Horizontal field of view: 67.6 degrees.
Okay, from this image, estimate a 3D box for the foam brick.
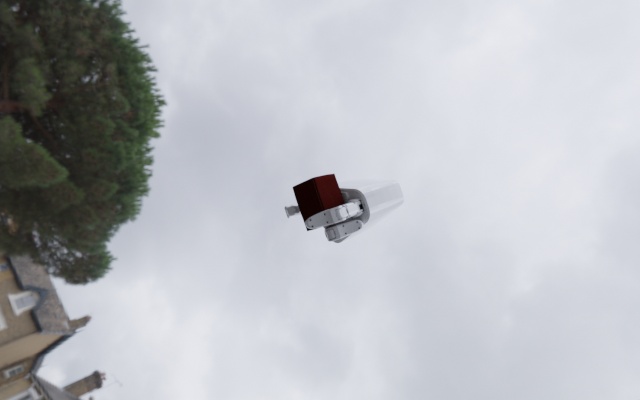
[{"bbox_3d":[0.000,0.002,0.757,0.051,0.078,0.053,-18,0,-45],"label":"foam brick"}]
